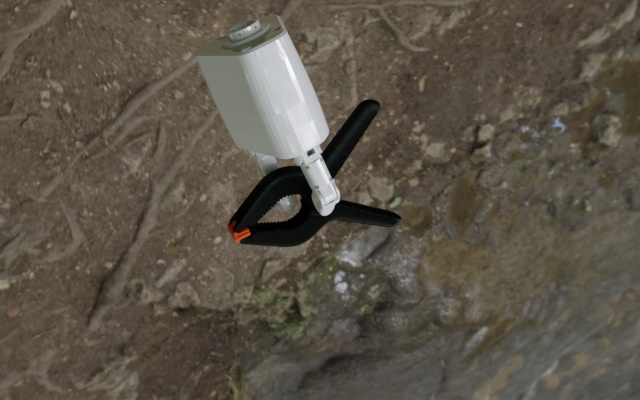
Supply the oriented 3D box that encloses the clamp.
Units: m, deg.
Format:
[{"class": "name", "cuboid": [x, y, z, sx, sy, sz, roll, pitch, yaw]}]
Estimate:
[{"class": "clamp", "cuboid": [0.000, 0.002, 0.543, 0.210, 0.165, 0.036, -30, 30, -12]}]
